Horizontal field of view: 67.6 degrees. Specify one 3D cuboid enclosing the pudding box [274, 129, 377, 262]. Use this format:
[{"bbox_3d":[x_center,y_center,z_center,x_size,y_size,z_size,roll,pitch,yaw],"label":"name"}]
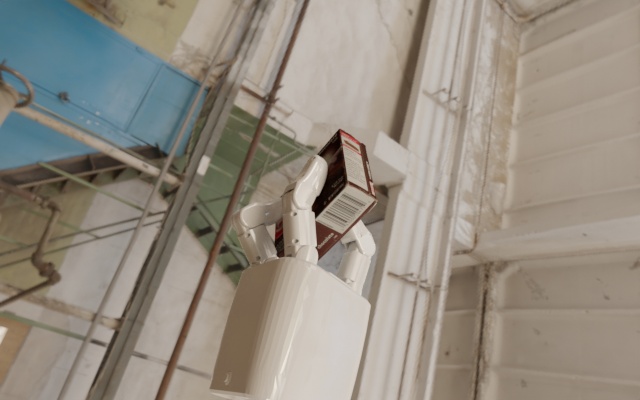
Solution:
[{"bbox_3d":[0.000,0.002,0.450,0.039,0.090,0.113,30,-59,-26],"label":"pudding box"}]
